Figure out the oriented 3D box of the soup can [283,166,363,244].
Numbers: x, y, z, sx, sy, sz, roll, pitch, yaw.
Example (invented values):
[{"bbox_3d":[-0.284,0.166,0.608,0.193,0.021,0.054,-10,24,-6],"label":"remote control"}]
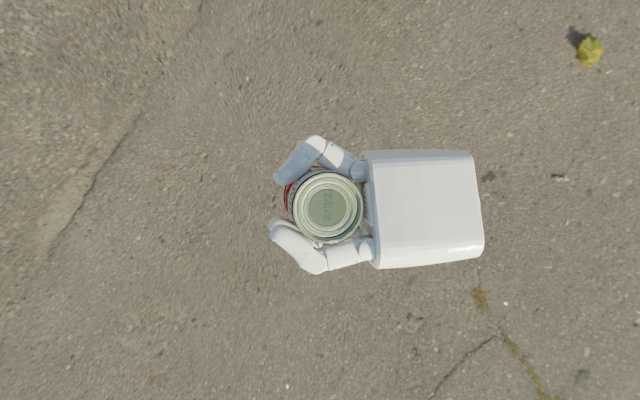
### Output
[{"bbox_3d":[0.000,0.002,0.477,0.068,0.068,0.102,0,7,-8],"label":"soup can"}]
